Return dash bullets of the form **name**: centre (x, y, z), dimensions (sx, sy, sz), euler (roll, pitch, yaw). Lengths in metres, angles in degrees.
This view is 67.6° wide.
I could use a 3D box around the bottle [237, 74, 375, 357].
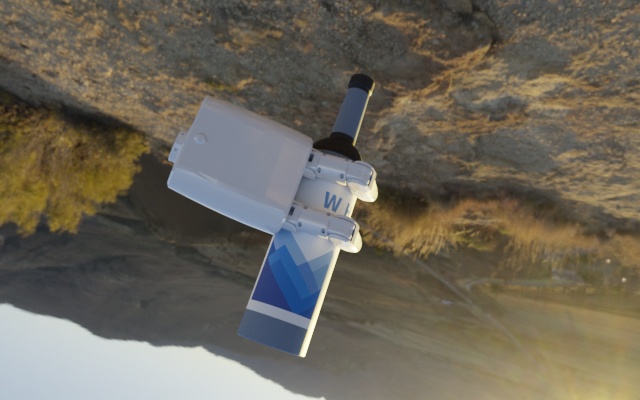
- **bottle**: centre (0.000, 0.002, 0.484), dimensions (0.069, 0.295, 0.069), euler (18, -16, 5)
